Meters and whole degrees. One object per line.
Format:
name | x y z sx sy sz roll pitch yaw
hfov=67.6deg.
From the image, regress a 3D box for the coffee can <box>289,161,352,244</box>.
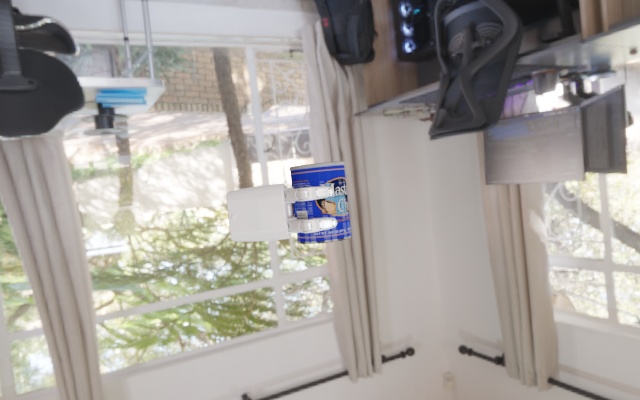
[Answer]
coffee can | 0.000 0.003 0.879 0.103 0.140 0.103 -6 2 0
